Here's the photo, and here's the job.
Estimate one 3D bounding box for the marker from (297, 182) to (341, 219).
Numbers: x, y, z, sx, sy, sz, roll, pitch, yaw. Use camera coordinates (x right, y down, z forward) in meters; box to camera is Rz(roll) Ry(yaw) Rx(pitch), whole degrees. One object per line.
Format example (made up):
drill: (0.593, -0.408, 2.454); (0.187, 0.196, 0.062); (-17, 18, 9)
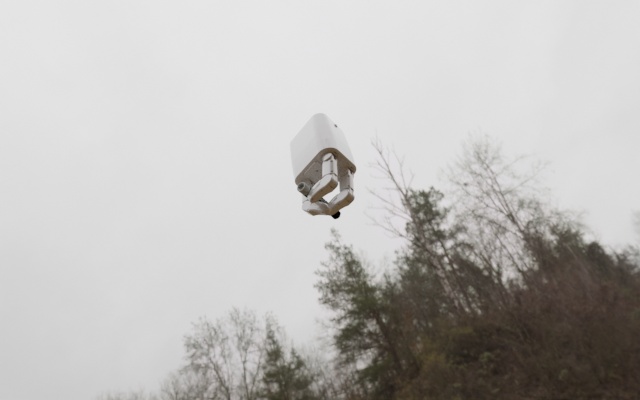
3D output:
marker: (0.000, 0.003, 0.872); (0.020, 0.020, 0.121); (0, -27, 39)
